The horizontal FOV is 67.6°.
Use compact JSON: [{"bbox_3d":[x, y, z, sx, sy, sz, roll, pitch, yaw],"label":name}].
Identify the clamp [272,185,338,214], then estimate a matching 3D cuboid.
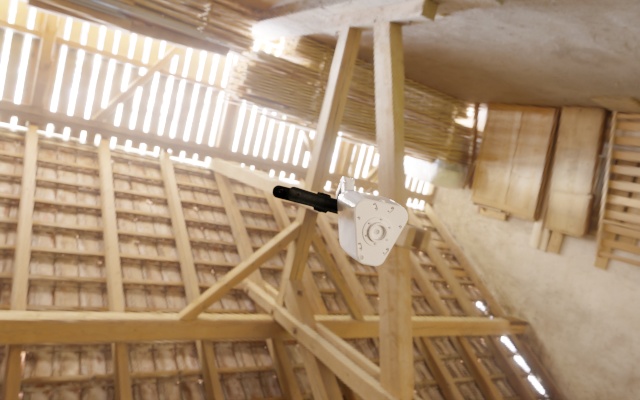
[{"bbox_3d":[0.000,0.003,0.876,0.171,0.039,0.120,13,4,-11],"label":"clamp"}]
